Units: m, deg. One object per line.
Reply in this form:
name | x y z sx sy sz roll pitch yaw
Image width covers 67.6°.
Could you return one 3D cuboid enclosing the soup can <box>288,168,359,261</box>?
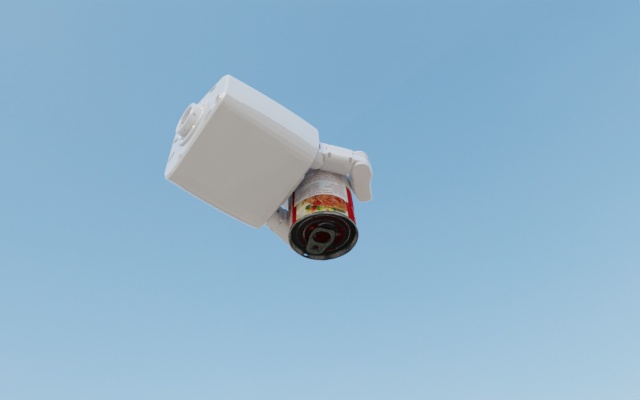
soup can | 0.001 0.002 0.495 0.068 0.069 0.102 0 43 -4
